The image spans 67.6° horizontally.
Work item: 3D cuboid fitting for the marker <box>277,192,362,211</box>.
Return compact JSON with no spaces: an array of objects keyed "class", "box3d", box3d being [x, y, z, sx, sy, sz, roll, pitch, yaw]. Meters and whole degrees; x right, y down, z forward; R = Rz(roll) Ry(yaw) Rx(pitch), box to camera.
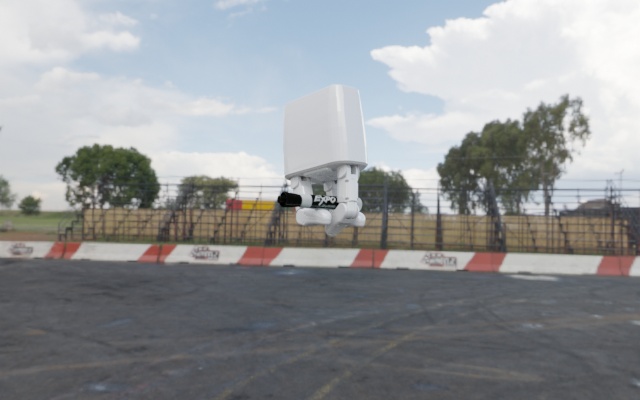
[{"class":"marker","box3d":[0.000,0.002,0.597,0.121,0.020,0.020,4,-2,-35]}]
